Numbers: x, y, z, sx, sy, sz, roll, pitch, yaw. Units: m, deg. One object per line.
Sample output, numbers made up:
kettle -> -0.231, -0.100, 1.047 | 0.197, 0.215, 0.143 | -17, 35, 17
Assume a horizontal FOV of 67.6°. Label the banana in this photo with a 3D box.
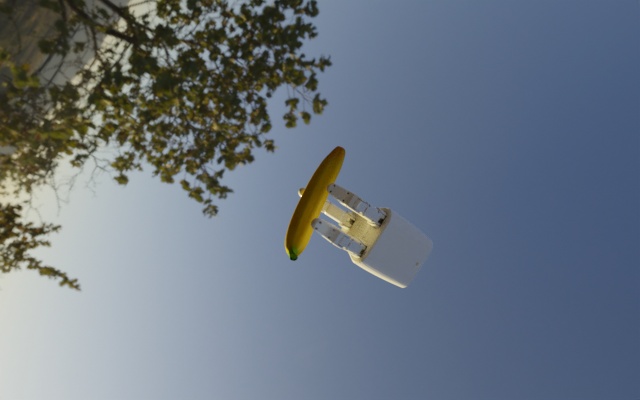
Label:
banana -> -0.011, 0.009, 0.723 | 0.037, 0.197, 0.069 | 32, -25, -22
